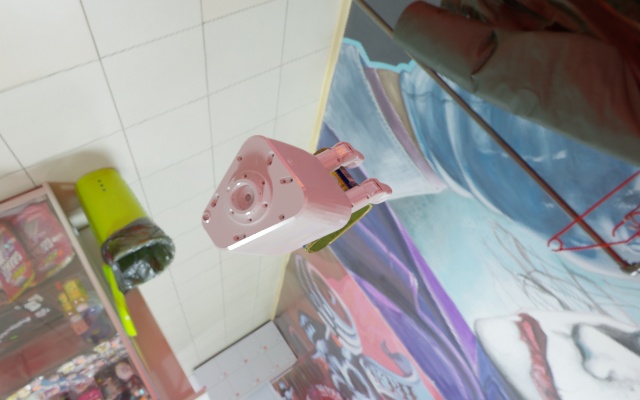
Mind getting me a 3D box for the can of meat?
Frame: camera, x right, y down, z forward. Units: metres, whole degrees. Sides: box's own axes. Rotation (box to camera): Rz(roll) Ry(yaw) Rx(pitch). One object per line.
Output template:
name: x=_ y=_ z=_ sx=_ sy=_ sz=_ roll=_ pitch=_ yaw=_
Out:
can of meat: x=0.000 y=0.002 z=0.574 sx=0.102 sy=0.084 sz=0.057 roll=-41 pitch=-20 yaw=11
